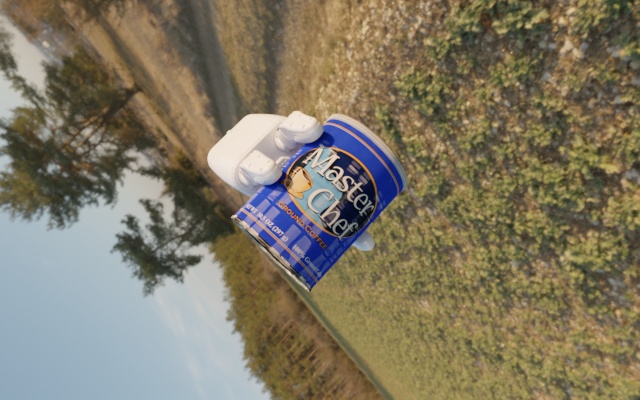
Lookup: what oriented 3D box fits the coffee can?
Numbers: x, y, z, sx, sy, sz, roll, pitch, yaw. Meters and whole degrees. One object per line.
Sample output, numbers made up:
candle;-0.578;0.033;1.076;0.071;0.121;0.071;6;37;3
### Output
coffee can;0.000;0.001;0.461;0.103;0.140;0.103;42;-11;10
